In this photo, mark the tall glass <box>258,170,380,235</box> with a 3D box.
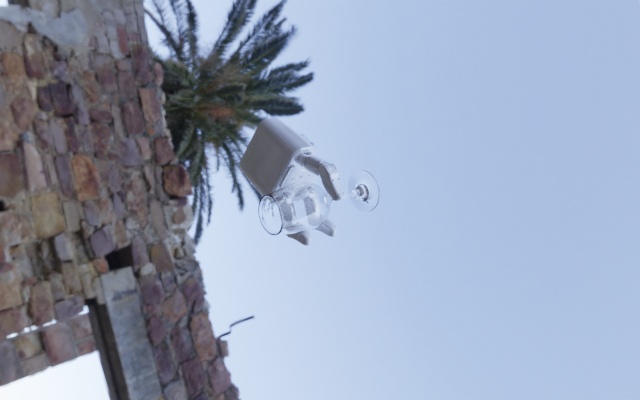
[{"bbox_3d":[0.001,0.002,0.764,0.201,0.079,0.079,-15,9,-40],"label":"tall glass"}]
